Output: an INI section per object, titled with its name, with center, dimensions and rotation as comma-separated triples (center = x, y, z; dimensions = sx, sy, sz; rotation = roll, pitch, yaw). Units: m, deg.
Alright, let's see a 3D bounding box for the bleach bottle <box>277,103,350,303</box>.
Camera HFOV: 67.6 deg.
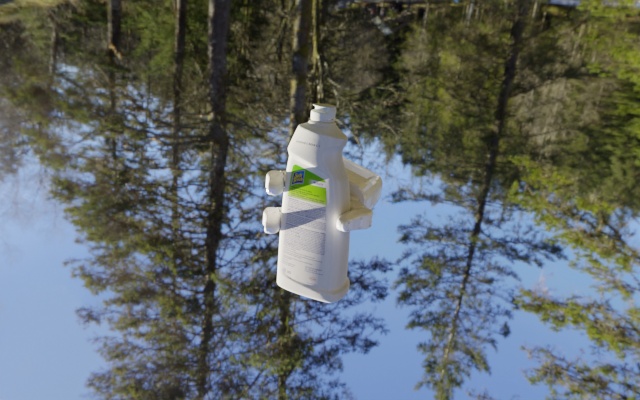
[bleach bottle]
center = 0.000, 0.002, 0.628
dimensions = 0.102, 0.251, 0.068
rotation = 13, 19, 21
